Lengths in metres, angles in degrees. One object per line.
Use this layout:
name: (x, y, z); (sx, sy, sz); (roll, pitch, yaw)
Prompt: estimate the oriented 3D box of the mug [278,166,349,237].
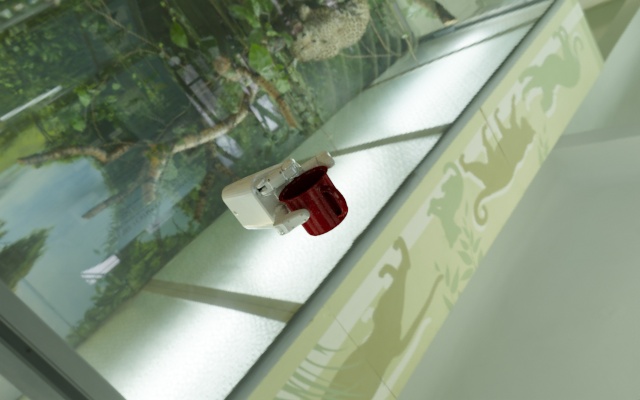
mug: (0.001, 0.002, 0.760); (0.117, 0.081, 0.093); (-7, 34, 51)
